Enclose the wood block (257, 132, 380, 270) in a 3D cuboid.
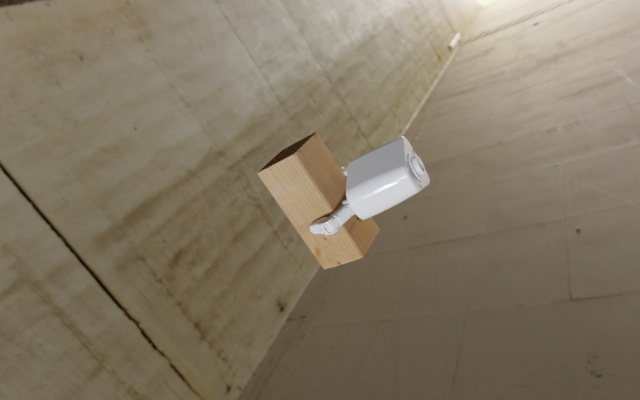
[{"bbox_3d":[0.000,0.003,0.811,0.090,0.206,0.090,-23,18,37],"label":"wood block"}]
